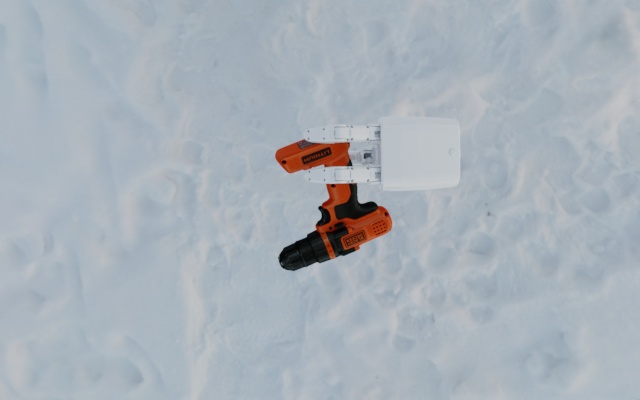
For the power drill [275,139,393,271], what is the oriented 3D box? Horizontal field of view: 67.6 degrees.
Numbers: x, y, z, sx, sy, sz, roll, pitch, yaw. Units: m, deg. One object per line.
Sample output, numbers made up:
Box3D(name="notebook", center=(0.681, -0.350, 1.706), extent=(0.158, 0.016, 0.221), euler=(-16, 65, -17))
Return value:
Box3D(name="power drill", center=(0.000, 0.002, 0.705), extent=(0.184, 0.188, 0.057), euler=(-23, 26, -5))
